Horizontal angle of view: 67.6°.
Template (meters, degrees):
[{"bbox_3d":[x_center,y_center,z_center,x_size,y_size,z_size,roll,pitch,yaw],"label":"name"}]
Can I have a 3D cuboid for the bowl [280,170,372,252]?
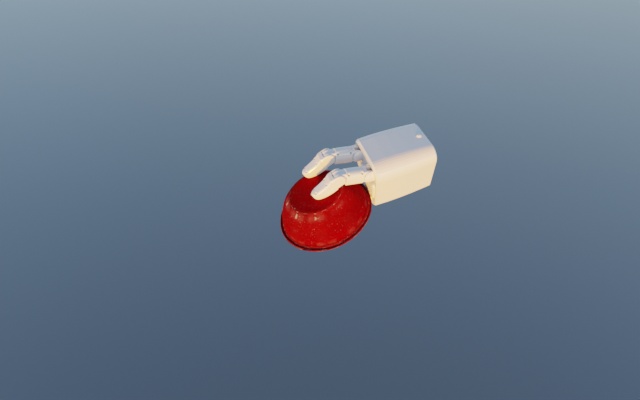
[{"bbox_3d":[-0.001,0.003,0.786,0.162,0.162,0.055,0,-38,23],"label":"bowl"}]
